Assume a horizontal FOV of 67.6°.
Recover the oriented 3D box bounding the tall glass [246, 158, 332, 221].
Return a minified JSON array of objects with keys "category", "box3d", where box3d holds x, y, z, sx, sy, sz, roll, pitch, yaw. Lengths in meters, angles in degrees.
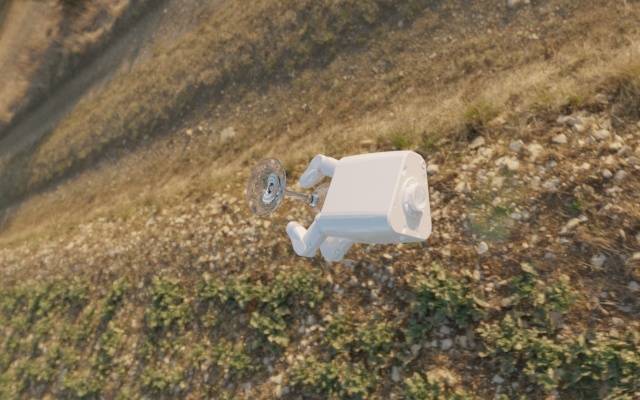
[{"category":"tall glass","box3d":[0.000,0.002,0.660,0.079,0.079,0.201,0,-11,45]}]
